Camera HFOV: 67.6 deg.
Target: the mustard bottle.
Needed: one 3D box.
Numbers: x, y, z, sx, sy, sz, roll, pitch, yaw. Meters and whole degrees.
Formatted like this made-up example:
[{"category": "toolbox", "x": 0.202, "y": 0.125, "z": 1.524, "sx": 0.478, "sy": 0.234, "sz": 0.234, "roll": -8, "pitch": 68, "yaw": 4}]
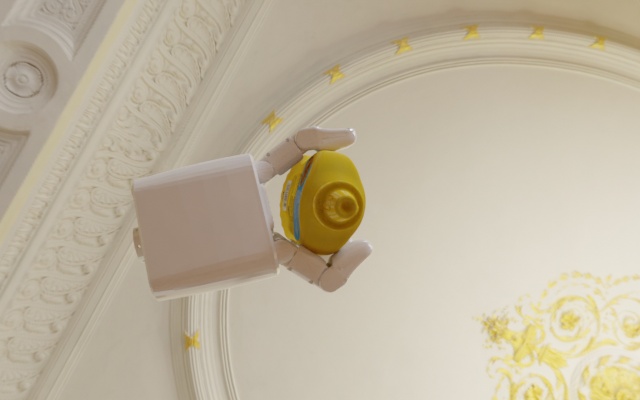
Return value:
[{"category": "mustard bottle", "x": 0.000, "y": 0.001, "z": 0.456, "sx": 0.058, "sy": 0.096, "sz": 0.191, "roll": 12, "pitch": 0, "yaw": -11}]
